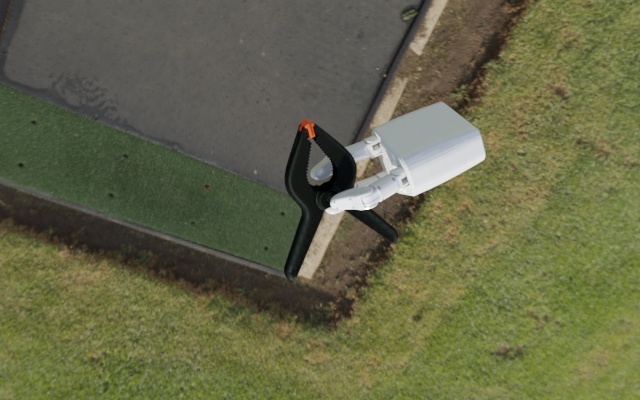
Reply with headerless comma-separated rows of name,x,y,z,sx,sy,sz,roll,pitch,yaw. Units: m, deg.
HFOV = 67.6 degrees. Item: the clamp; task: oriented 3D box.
clamp,0.000,0.002,0.618,0.164,0.210,0.036,-26,24,-7
